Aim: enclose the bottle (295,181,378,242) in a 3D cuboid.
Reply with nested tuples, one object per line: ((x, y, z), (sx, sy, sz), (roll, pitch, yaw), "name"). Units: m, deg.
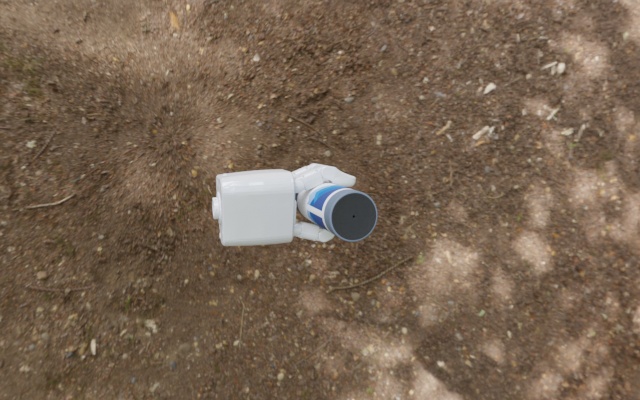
((0.000, 0.003, 0.753), (0.069, 0.069, 0.295), (0, 7, -17), "bottle")
